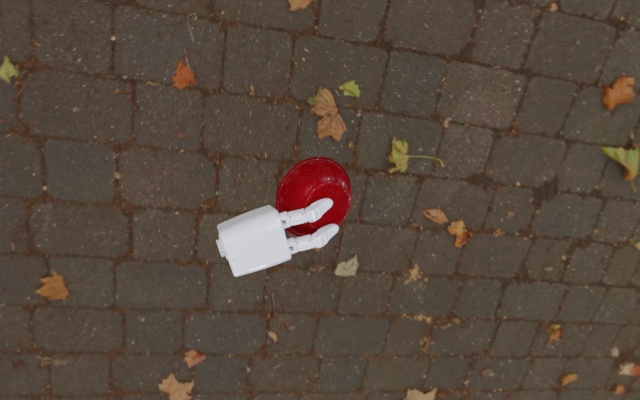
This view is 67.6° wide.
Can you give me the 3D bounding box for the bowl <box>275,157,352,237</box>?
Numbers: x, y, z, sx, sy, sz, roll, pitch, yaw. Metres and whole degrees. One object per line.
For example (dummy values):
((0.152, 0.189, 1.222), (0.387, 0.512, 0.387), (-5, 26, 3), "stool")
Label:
((0.001, 0.002, 0.886), (0.162, 0.162, 0.055), (0, 19, -30), "bowl")
